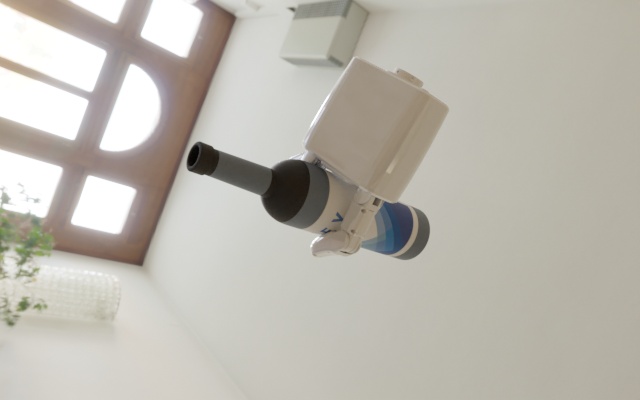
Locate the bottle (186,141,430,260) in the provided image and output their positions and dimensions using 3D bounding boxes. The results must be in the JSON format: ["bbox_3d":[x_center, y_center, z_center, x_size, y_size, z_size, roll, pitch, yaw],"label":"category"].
[{"bbox_3d":[0.000,0.002,0.498,0.296,0.069,0.069,20,-13,-39],"label":"bottle"}]
